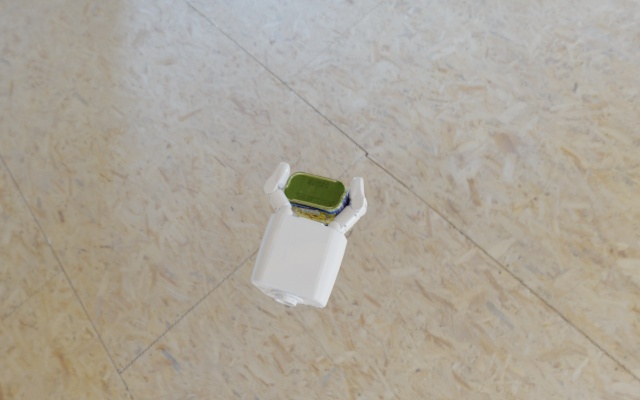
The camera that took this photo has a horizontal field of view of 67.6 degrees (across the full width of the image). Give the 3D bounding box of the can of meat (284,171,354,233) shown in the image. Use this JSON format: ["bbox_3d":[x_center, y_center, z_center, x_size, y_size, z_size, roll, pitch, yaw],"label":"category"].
[{"bbox_3d":[0.000,0.002,0.749,0.102,0.057,0.084,13,-21,21],"label":"can of meat"}]
